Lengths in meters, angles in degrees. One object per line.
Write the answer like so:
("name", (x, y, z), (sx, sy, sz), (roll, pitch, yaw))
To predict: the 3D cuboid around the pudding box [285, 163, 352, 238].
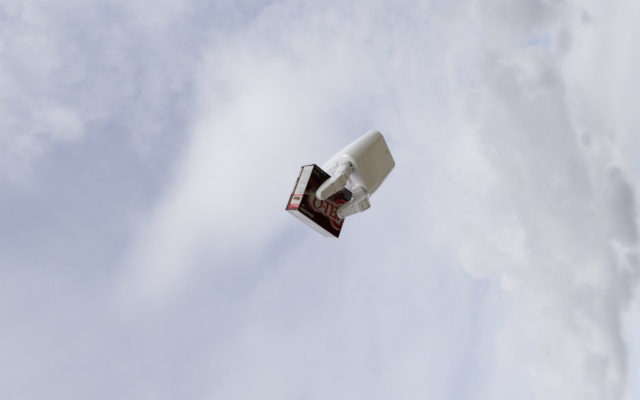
("pudding box", (0.000, 0.003, 0.828), (0.039, 0.090, 0.113), (-4, -30, 47))
